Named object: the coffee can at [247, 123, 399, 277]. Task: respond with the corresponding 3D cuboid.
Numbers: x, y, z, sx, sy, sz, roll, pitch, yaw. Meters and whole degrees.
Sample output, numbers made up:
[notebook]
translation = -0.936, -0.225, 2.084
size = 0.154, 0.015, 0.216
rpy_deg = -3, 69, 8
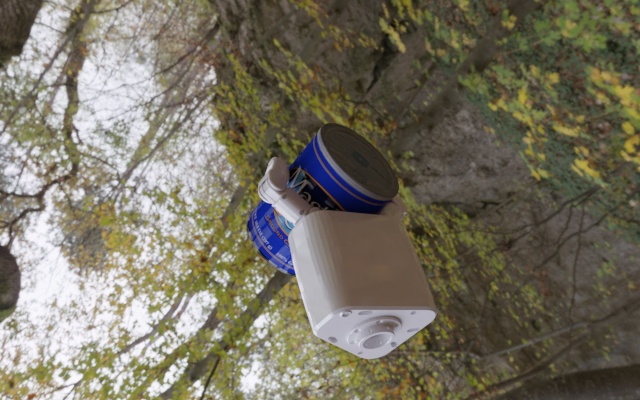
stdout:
[coffee can]
translation = 0.000, 0.001, 0.517
size = 0.103, 0.102, 0.140
rpy_deg = 0, -40, -50
